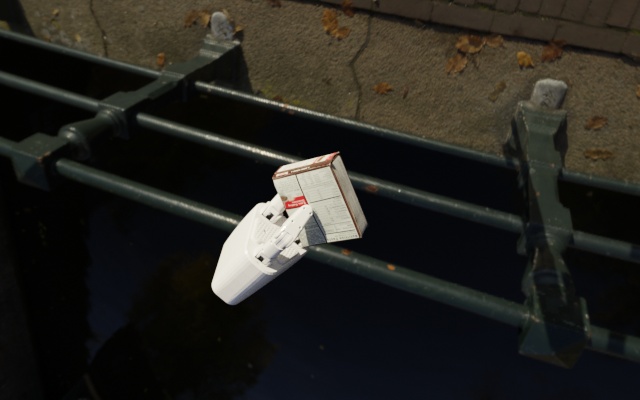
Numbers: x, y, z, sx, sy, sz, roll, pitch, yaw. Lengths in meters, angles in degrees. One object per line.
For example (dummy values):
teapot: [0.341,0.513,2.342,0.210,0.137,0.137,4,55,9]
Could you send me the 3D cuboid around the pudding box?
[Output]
pudding box: [0.000,0.002,0.621,0.090,0.113,0.039,-12,26,27]
